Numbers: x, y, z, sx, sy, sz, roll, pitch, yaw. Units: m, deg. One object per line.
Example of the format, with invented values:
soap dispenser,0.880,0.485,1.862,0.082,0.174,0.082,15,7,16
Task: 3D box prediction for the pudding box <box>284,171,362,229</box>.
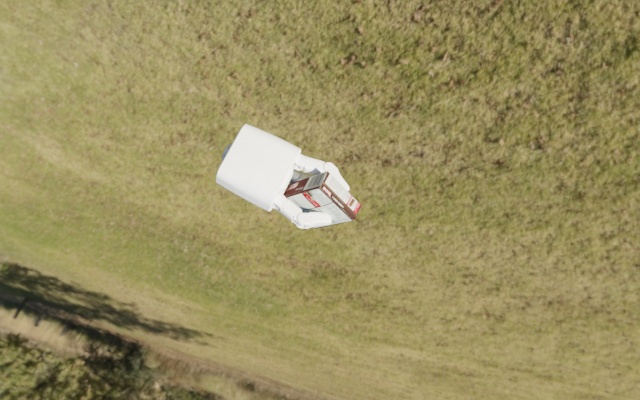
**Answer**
pudding box,0.000,0.003,0.814,0.090,0.039,0.113,43,-32,-24
